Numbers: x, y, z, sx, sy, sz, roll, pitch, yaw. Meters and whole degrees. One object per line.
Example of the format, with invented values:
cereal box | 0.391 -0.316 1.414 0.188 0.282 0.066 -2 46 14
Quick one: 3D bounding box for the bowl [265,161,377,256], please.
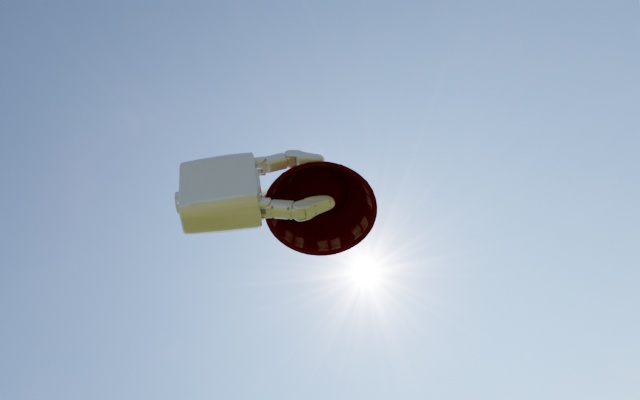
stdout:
bowl | 0.001 0.002 0.697 0.162 0.162 0.055 0 33 1
